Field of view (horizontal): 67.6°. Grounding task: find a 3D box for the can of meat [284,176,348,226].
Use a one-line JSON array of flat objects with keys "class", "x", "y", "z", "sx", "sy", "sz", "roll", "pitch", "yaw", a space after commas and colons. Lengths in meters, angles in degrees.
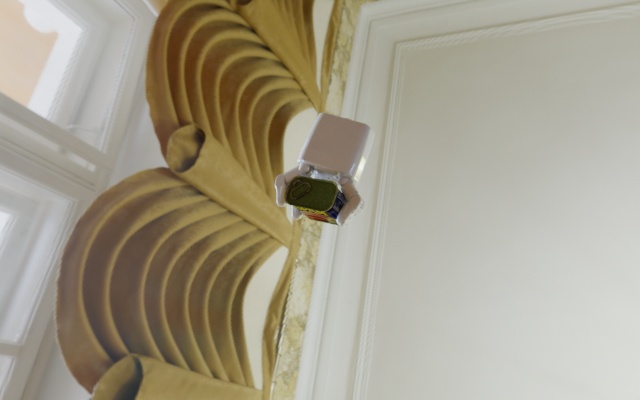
[{"class": "can of meat", "x": 0.000, "y": 0.003, "z": 0.861, "sx": 0.102, "sy": 0.057, "sz": 0.084, "roll": 11, "pitch": -17, "yaw": 31}]
